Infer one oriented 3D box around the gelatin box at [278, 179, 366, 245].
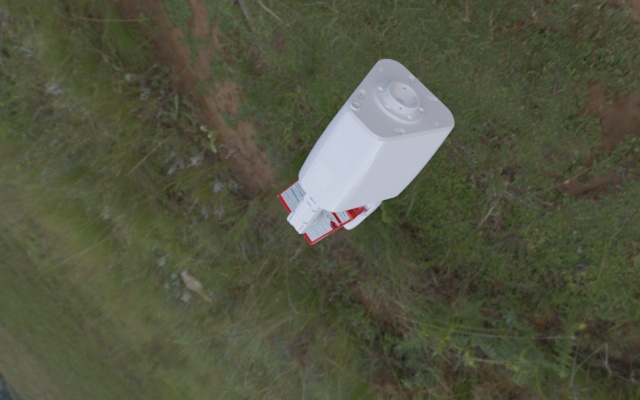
[{"bbox_3d":[0.000,0.002,0.555,0.030,0.073,0.089,-34,-1,-43],"label":"gelatin box"}]
